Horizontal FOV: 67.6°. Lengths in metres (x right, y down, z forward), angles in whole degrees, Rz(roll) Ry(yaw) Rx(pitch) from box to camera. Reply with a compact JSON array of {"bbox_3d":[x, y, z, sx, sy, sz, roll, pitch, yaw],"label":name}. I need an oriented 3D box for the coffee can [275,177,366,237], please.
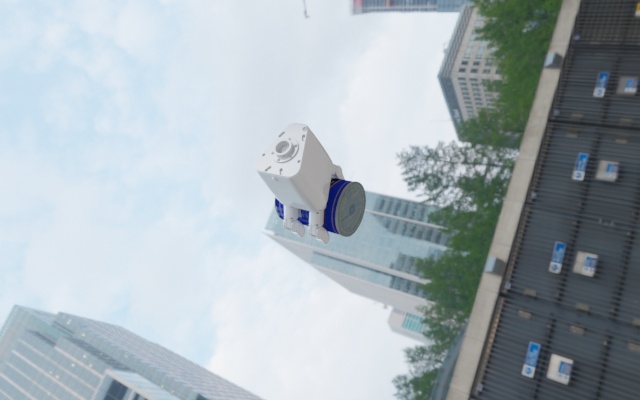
[{"bbox_3d":[0.000,0.003,0.898,0.140,0.103,0.103,13,7,30],"label":"coffee can"}]
